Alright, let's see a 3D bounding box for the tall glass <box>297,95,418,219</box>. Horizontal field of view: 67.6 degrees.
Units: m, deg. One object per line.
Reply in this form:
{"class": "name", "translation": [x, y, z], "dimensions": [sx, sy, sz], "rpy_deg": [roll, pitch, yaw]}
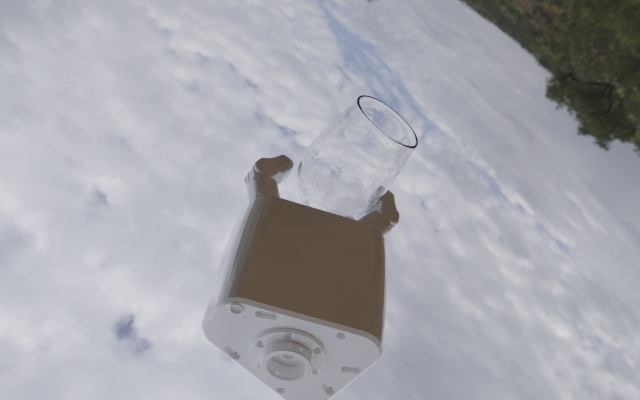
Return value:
{"class": "tall glass", "translation": [0.000, 0.002, 0.435], "dimensions": [0.079, 0.079, 0.201], "rpy_deg": [0, -42, -47]}
